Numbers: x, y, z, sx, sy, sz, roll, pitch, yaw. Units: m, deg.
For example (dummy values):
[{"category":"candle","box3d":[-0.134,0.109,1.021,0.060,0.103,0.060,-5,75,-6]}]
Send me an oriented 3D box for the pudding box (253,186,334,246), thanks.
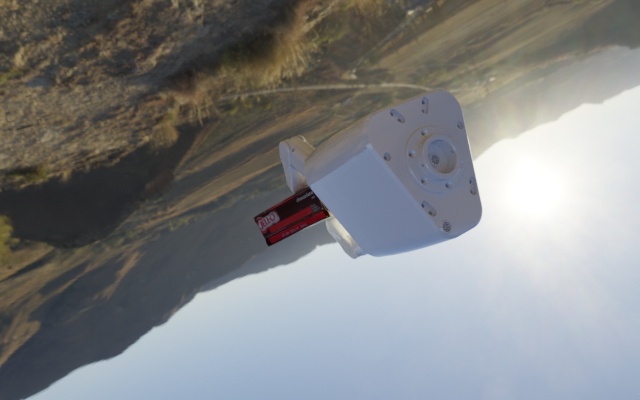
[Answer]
[{"category":"pudding box","box3d":[0.000,0.002,0.495,0.090,0.039,0.113,-26,-2,36]}]
